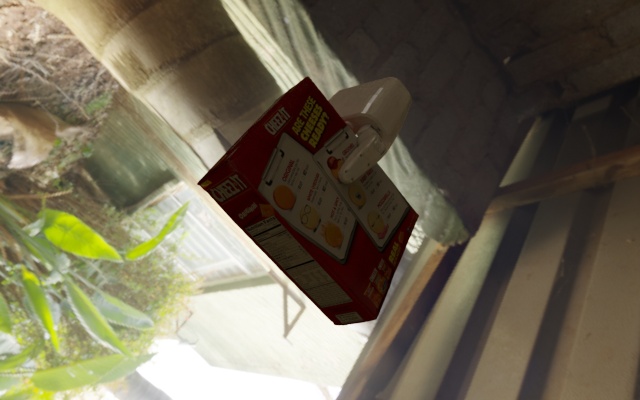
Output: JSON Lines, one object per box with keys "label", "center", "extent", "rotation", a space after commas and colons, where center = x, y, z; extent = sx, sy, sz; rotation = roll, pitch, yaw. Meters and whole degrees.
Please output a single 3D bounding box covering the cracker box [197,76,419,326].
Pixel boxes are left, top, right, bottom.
{"label": "cracker box", "center": [0.000, 0.002, 0.511], "extent": [0.072, 0.214, 0.164], "rotation": [-26, 23, 43]}
